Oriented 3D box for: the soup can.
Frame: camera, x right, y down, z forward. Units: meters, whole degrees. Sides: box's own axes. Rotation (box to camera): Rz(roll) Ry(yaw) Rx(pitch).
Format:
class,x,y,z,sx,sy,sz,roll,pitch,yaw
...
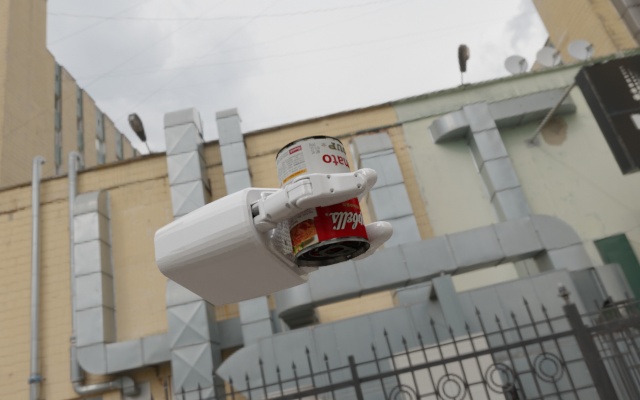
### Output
class,x,y,z,sx,sy,sz,roll,pitch,yaw
soup can,0.000,0.001,0.432,0.068,0.102,0.068,-11,-22,-4
